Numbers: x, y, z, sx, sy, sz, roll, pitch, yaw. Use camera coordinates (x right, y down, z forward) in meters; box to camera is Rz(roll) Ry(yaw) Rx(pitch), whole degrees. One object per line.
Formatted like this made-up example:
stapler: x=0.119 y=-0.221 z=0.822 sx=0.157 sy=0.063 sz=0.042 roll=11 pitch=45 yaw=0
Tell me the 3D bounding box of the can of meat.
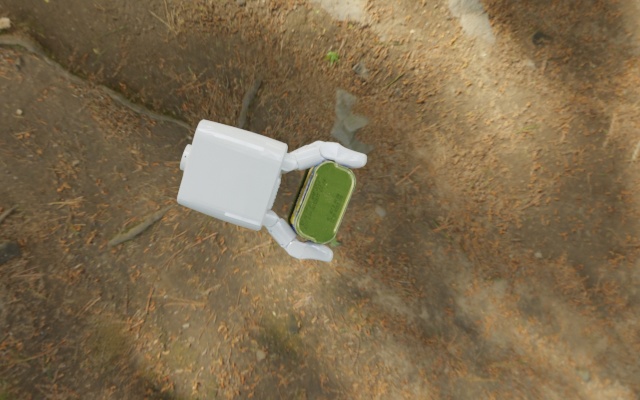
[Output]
can of meat: x=0.000 y=0.002 z=0.595 sx=0.057 sy=0.102 sz=0.084 roll=21 pitch=-2 yaw=-8
